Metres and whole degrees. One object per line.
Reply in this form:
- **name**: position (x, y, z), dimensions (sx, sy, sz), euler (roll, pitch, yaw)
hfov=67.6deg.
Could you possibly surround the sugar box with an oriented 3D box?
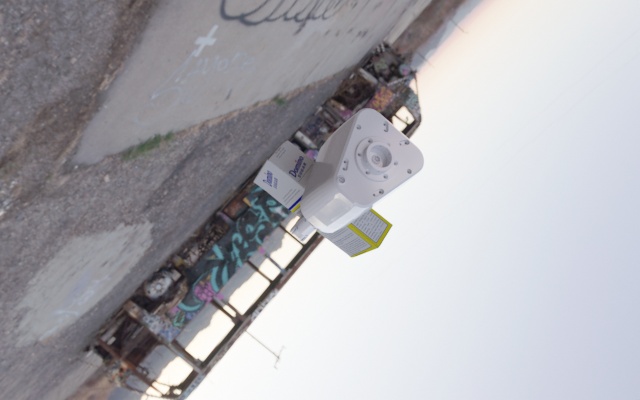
- **sugar box**: position (0.001, 0.002, 0.629), dimensions (0.176, 0.048, 0.093), euler (41, -25, -5)
